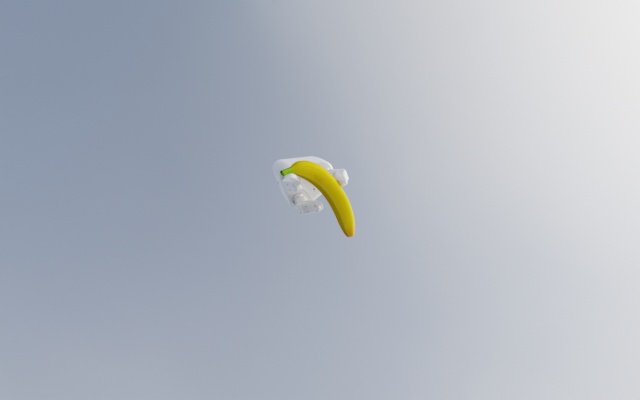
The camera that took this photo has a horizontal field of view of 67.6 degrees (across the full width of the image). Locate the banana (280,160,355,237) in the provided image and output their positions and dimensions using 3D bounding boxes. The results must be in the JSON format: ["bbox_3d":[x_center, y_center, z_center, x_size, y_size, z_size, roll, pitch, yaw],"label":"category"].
[{"bbox_3d":[0.009,-0.014,0.898,0.198,0.069,0.037,43,-16,-23],"label":"banana"}]
